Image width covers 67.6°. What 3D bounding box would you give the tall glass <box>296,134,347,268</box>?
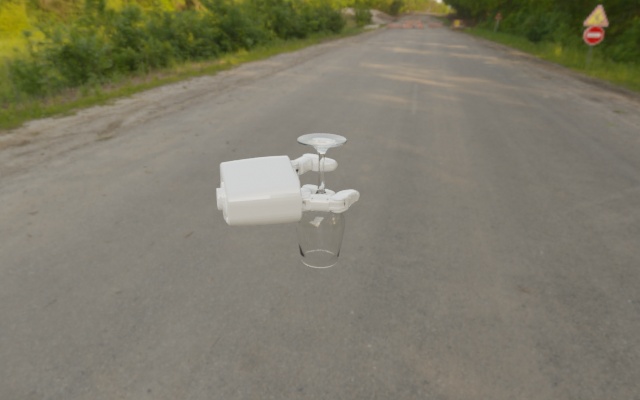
[{"bbox_3d":[0.000,0.002,0.743,0.079,0.201,0.079,1,22,0],"label":"tall glass"}]
